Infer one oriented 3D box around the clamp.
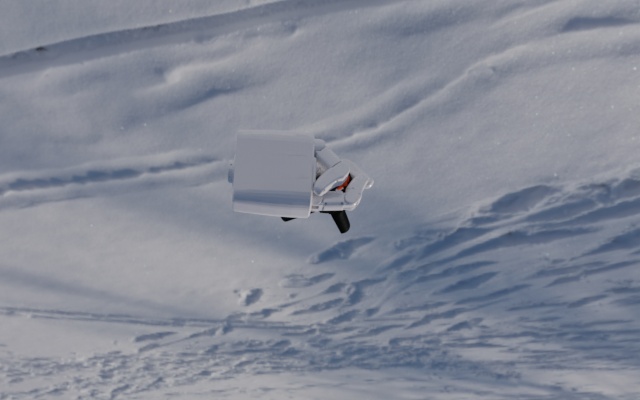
[{"bbox_3d":[0.000,0.003,0.749,0.120,0.039,0.172,3,-31,-7],"label":"clamp"}]
